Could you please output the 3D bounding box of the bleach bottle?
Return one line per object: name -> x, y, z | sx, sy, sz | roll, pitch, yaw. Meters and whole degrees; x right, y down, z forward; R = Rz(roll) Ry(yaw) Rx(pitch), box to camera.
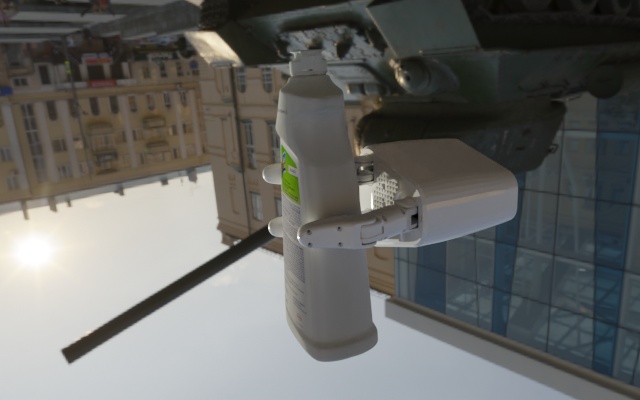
bleach bottle -> 0.000, 0.001, 0.411 | 0.068, 0.251, 0.102 | -10, 17, -22
